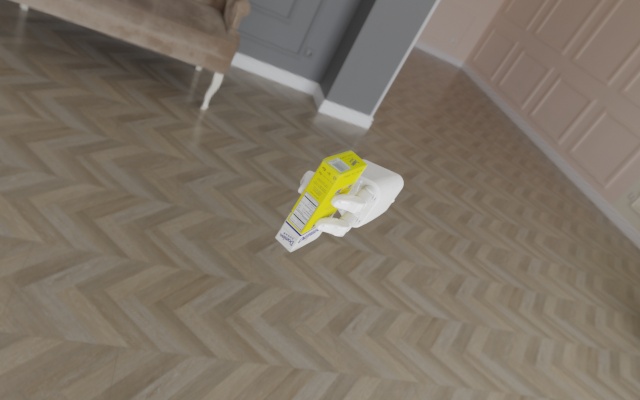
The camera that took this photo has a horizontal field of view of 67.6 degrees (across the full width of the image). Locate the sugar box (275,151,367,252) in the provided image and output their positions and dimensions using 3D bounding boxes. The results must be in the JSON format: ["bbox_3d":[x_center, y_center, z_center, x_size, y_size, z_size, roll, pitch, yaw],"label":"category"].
[{"bbox_3d":[0.001,0.003,0.797,0.048,0.176,0.093,41,32,18],"label":"sugar box"}]
